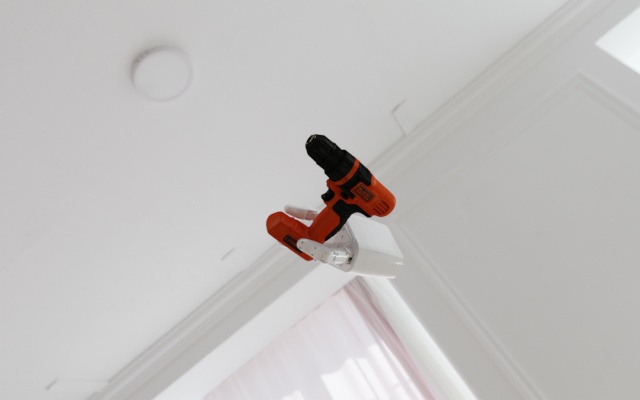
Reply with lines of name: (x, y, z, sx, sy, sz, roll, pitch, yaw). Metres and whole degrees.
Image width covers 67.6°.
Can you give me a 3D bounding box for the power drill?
power drill: (0.000, 0.003, 0.767, 0.184, 0.188, 0.057, 40, 26, -23)
